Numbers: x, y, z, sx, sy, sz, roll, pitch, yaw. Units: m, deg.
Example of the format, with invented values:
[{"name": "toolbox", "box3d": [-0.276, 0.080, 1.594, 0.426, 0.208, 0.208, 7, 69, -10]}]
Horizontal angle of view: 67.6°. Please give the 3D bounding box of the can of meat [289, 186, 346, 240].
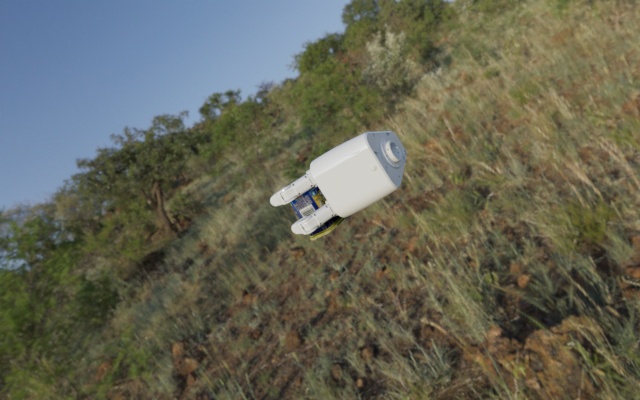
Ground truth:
[{"name": "can of meat", "box3d": [0.000, 0.002, 0.783, 0.057, 0.084, 0.102, -27, 9, 37]}]
